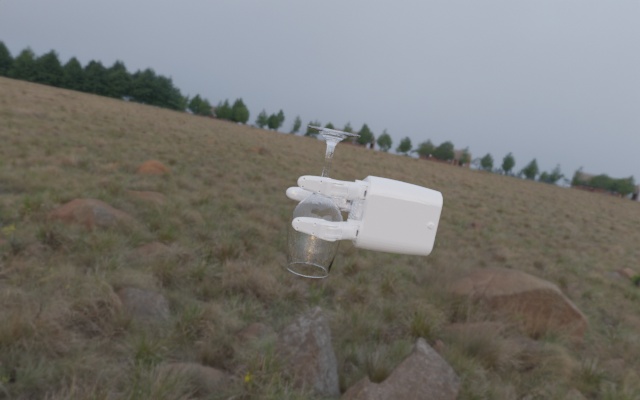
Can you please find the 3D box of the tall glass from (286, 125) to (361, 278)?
[{"bbox_3d":[0.000,0.001,0.663,0.079,0.201,0.079,11,8,-1],"label":"tall glass"}]
